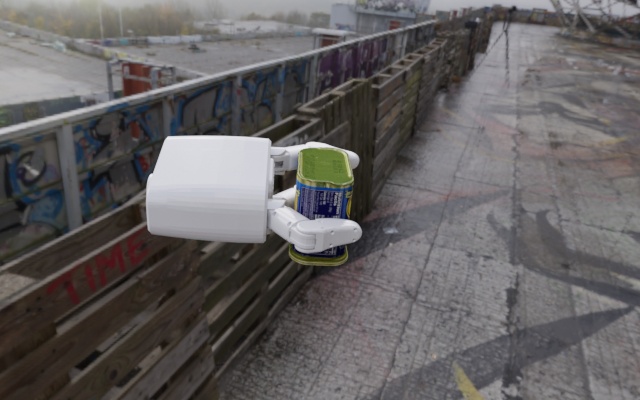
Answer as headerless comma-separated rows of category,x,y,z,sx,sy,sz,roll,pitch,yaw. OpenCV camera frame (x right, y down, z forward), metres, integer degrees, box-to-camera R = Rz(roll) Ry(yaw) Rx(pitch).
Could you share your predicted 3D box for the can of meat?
can of meat,0.000,0.001,0.471,0.057,0.084,0.102,4,25,-4
